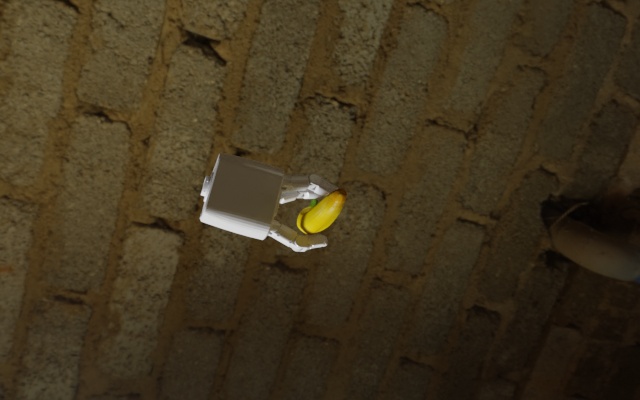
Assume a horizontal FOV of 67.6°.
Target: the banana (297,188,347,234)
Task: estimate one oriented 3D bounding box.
[{"bbox_3d":[-0.006,0.020,0.765,0.037,0.069,0.198,18,-8,-13],"label":"banana"}]
